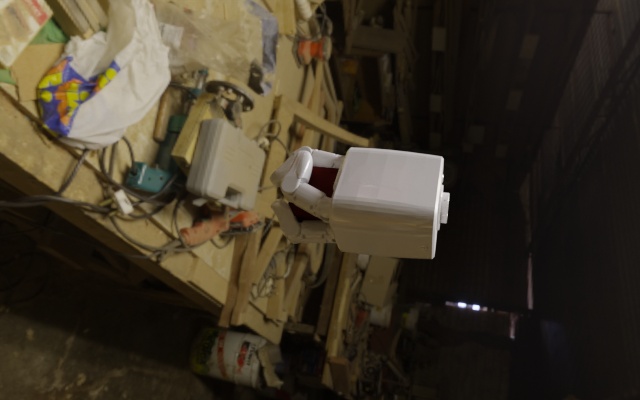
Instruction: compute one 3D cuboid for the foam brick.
[{"bbox_3d":[0.000,0.002,0.564,0.051,0.053,0.078,5,-27,15],"label":"foam brick"}]
